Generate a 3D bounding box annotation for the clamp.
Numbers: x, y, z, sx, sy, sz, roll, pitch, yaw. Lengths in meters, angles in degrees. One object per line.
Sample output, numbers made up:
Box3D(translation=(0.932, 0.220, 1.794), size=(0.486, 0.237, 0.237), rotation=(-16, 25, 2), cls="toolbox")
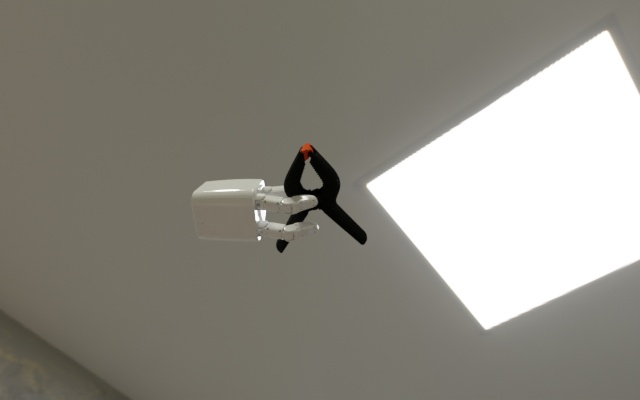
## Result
Box3D(translation=(0.000, 0.002, 0.820), size=(0.164, 0.210, 0.036), rotation=(-1, 31, 0), cls="clamp")
